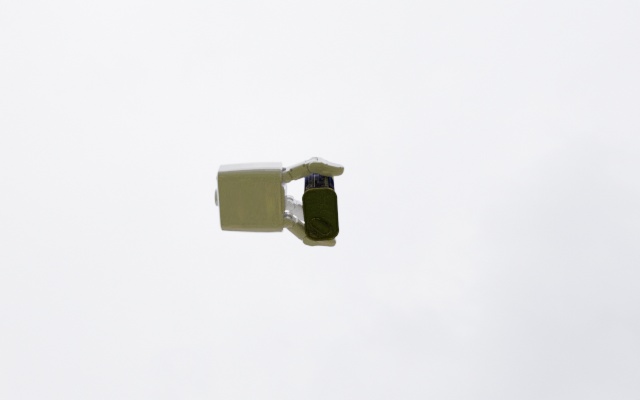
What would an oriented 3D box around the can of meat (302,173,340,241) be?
[{"bbox_3d":[0.000,0.002,0.802,0.057,0.102,0.084,-4,32,1],"label":"can of meat"}]
